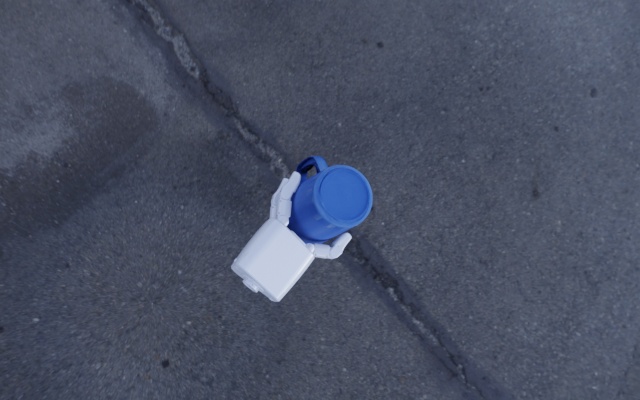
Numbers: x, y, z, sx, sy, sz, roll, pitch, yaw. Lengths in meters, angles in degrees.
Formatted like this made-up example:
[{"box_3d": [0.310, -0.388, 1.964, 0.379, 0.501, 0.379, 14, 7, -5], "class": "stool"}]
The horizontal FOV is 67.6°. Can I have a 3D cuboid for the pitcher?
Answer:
[{"box_3d": [0.000, 0.003, 0.897, 0.149, 0.145, 0.243, 42, -21, -7], "class": "pitcher"}]
